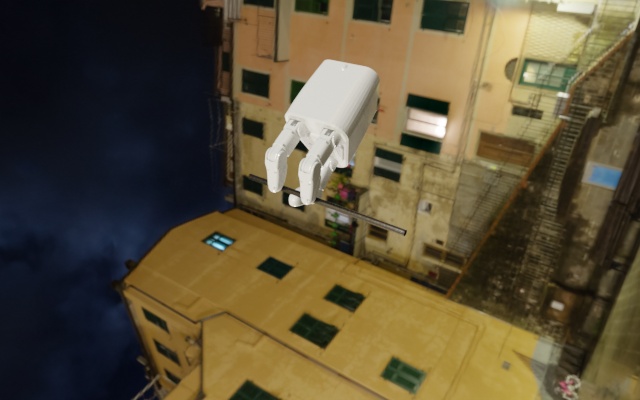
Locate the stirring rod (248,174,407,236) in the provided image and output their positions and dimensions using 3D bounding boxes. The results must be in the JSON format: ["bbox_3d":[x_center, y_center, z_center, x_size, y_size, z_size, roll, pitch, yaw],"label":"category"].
[{"bbox_3d":[0.000,0.002,0.616,0.239,0.011,0.011,20,10,28],"label":"stirring rod"}]
